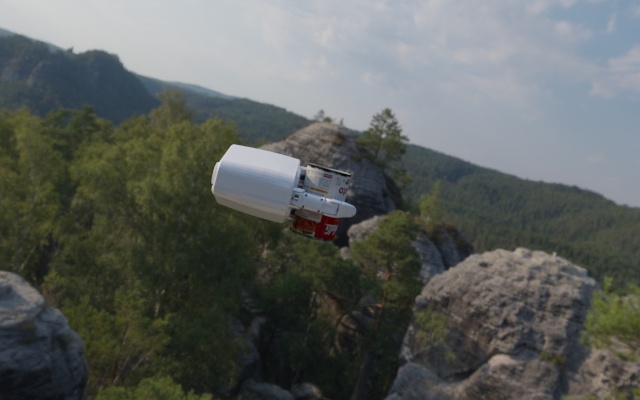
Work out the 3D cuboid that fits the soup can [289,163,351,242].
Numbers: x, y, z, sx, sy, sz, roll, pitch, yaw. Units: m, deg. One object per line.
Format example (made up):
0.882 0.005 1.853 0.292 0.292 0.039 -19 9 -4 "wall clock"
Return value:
0.001 0.002 0.700 0.068 0.102 0.068 15 6 -2 "soup can"
